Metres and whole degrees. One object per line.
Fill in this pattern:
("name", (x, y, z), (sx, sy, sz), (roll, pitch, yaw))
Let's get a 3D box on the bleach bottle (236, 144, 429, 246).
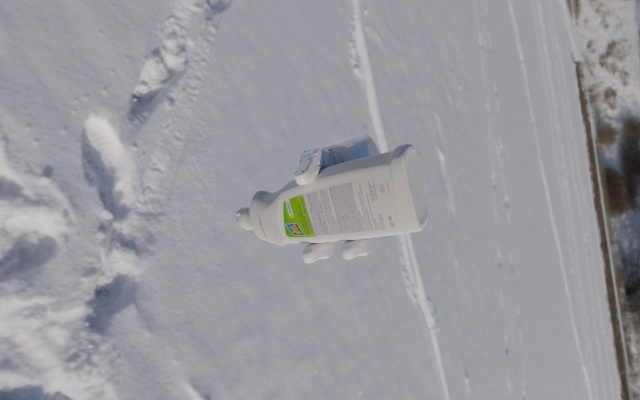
("bleach bottle", (0.000, 0.002, 0.598), (0.251, 0.102, 0.068), (-8, 13, 27))
